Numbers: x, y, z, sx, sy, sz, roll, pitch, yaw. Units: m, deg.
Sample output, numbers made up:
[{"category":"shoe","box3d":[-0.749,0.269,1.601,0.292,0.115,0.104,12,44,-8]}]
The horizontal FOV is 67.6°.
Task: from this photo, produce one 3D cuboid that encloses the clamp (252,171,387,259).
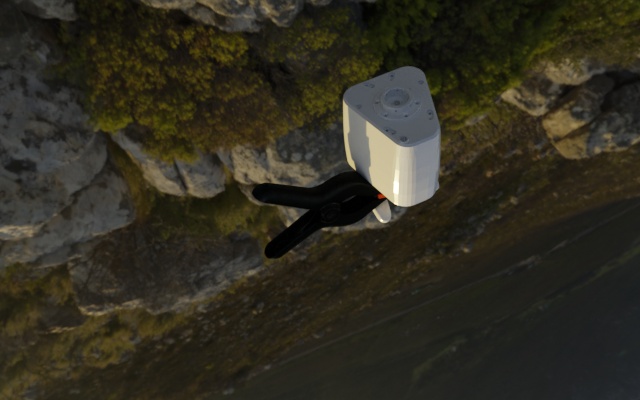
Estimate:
[{"category":"clamp","box3d":[0.000,0.002,0.565,0.171,0.039,0.120,-25,-35,-8]}]
